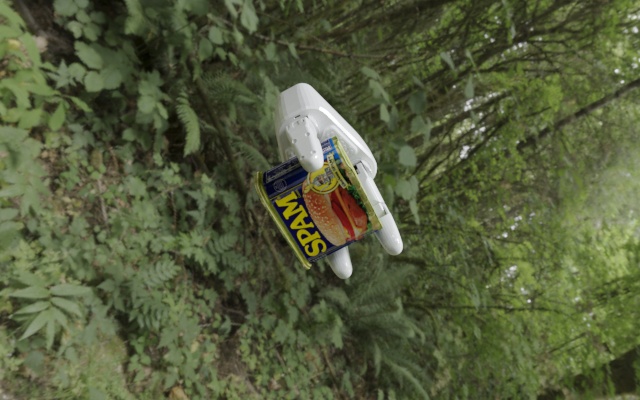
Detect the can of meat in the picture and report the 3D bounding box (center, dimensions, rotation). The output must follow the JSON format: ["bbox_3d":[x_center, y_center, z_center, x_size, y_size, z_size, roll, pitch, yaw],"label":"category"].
[{"bbox_3d":[0.000,0.001,0.446,0.084,0.102,0.057,-27,25,6],"label":"can of meat"}]
